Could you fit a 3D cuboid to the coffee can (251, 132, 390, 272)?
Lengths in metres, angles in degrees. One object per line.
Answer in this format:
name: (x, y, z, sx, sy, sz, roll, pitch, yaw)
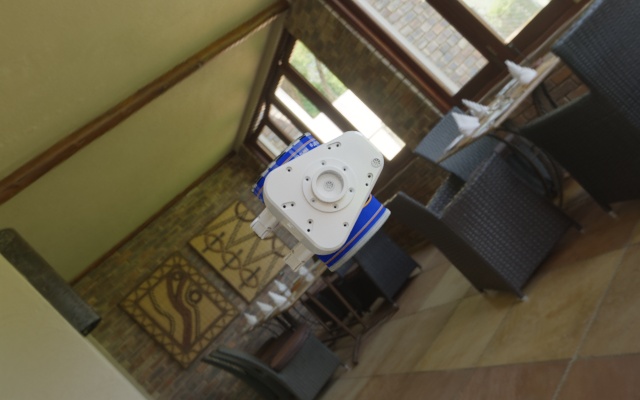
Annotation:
coffee can: (0.000, 0.002, 0.586, 0.140, 0.103, 0.103, 44, -2, 2)
